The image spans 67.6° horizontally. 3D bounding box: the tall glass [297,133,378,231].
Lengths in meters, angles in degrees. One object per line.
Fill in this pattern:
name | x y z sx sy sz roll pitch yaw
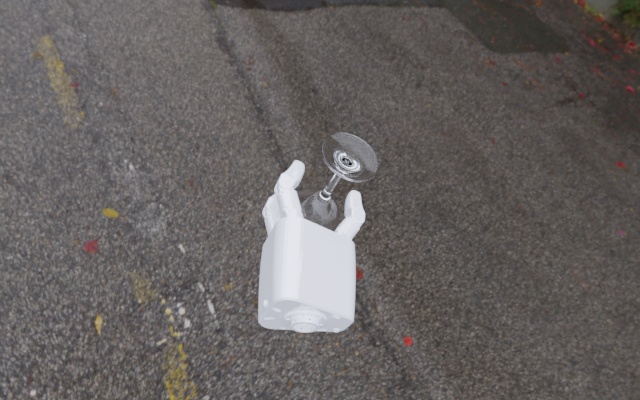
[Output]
tall glass | 0.000 0.002 0.647 0.079 0.079 0.201 0 -33 -25
